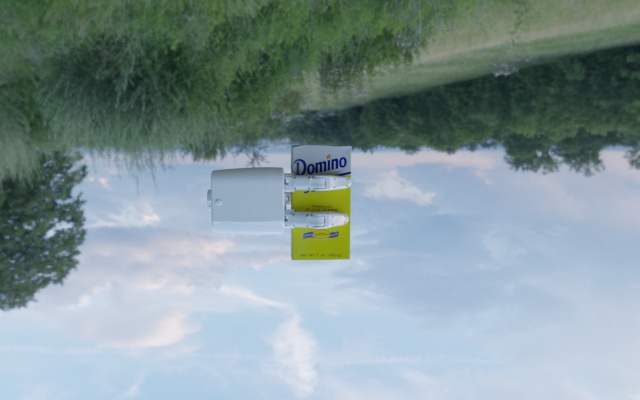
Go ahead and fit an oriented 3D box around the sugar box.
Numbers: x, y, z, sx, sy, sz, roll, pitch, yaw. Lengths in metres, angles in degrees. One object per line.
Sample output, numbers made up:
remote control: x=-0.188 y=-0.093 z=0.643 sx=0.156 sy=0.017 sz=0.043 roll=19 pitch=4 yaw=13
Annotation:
sugar box: x=0.000 y=0.003 z=0.740 sx=0.093 sy=0.176 sz=0.048 roll=-1 pitch=5 yaw=-6
